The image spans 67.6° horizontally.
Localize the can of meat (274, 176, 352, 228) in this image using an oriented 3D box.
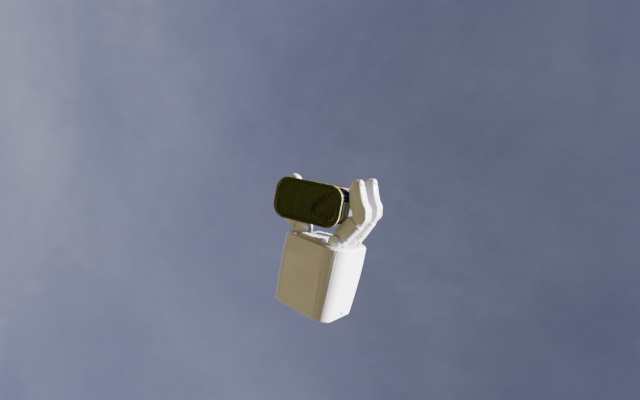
[{"bbox_3d":[0.000,0.002,0.675,0.102,0.057,0.084,12,5,26],"label":"can of meat"}]
